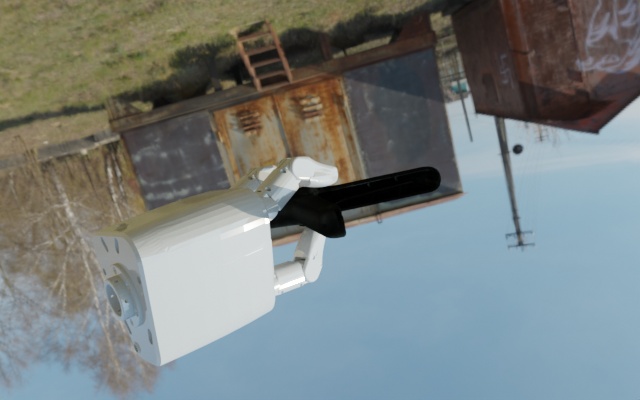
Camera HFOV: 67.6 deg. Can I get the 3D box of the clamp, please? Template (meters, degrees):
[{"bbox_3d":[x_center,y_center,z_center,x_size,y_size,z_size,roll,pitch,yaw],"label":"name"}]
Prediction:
[{"bbox_3d":[0.000,0.002,0.464,0.164,0.036,0.210,-18,9,-41],"label":"clamp"}]
